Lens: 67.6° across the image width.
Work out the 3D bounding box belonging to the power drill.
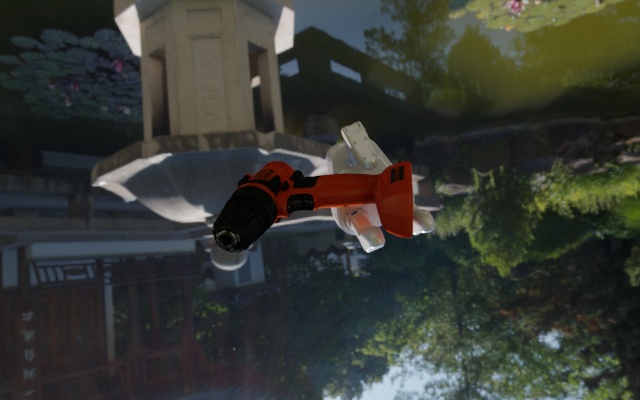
[{"bbox_3d":[0.001,0.002,0.491,0.187,0.057,0.184,1,23,11],"label":"power drill"}]
